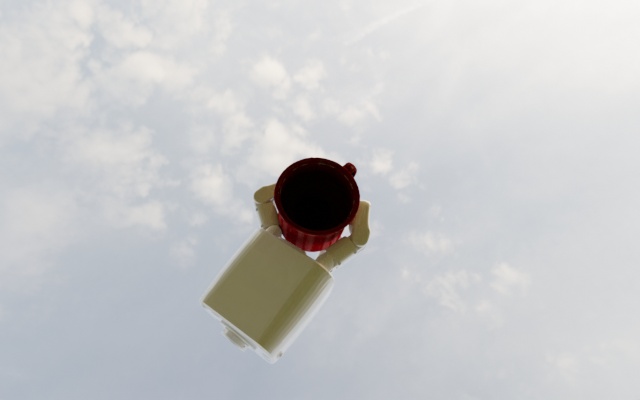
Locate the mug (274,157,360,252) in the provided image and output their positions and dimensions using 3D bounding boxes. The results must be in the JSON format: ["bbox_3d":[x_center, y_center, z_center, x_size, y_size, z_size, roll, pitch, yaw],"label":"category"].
[{"bbox_3d":[0.001,0.001,0.553,0.093,0.117,0.081,38,-22,10],"label":"mug"}]
